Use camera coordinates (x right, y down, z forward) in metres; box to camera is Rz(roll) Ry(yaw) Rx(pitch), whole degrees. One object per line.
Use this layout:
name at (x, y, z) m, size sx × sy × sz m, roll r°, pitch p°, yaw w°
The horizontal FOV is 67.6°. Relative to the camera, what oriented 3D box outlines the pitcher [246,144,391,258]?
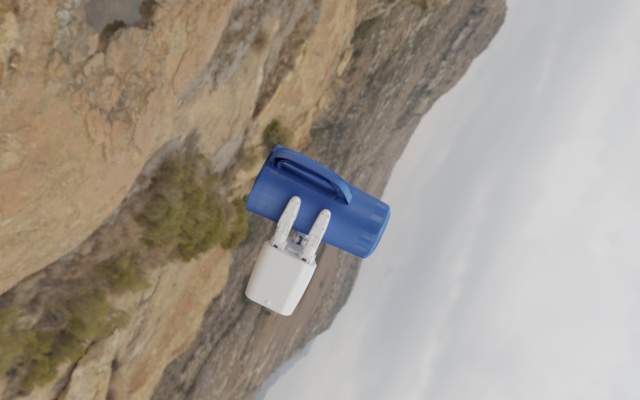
pitcher at (0.000, 0.003, 0.855) m, size 0.243 × 0.145 × 0.149 m, roll 25°, pitch 12°, yaw 1°
